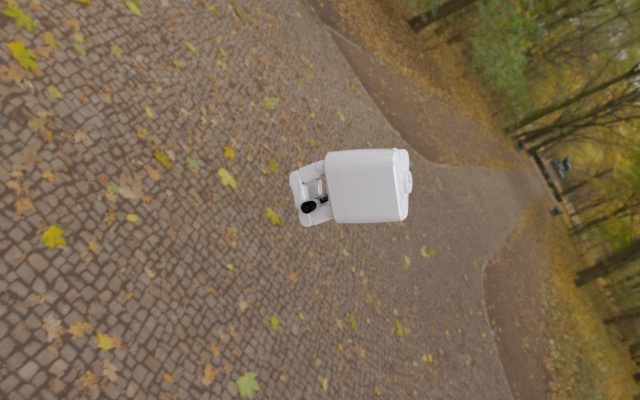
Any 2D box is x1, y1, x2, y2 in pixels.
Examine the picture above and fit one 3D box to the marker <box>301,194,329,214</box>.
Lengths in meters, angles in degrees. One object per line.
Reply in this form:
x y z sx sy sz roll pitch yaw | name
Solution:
0.000 0.002 0.768 0.020 0.020 0.121 0 9 23 | marker
